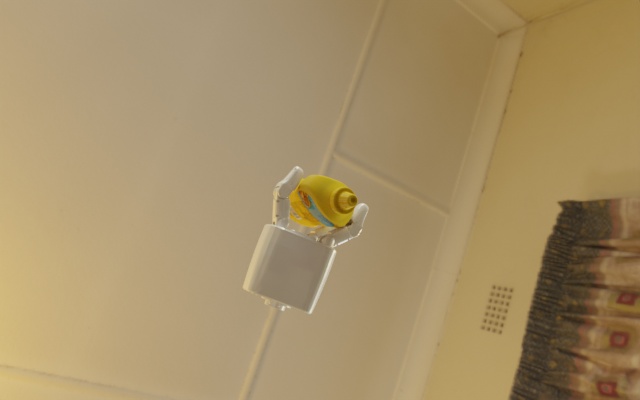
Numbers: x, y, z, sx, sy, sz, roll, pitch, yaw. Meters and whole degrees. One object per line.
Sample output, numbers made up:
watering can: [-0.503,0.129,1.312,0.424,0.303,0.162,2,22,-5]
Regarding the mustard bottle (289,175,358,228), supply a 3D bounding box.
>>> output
mustard bottle: [0.000,0.002,0.766,0.058,0.096,0.191,-46,19,-21]
